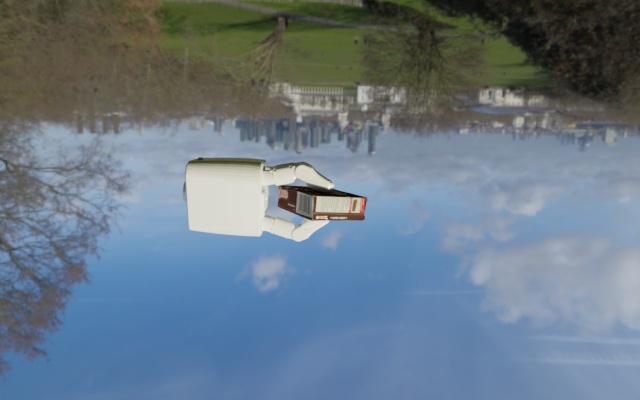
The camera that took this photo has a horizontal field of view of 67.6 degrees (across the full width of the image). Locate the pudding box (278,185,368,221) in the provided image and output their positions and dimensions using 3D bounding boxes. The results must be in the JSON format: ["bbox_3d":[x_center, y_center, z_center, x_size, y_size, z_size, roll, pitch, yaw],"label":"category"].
[{"bbox_3d":[0.000,0.002,0.701,0.090,0.039,0.113,1,11,-30],"label":"pudding box"}]
